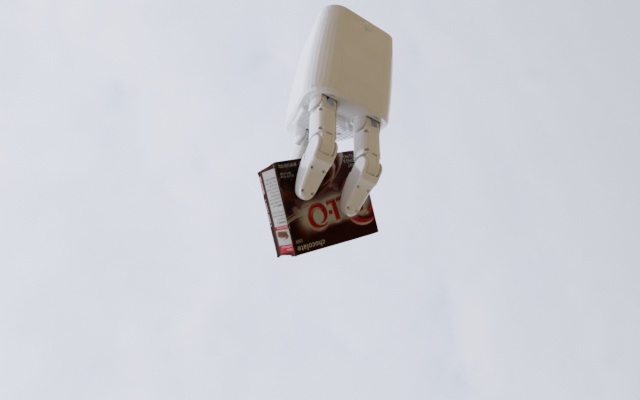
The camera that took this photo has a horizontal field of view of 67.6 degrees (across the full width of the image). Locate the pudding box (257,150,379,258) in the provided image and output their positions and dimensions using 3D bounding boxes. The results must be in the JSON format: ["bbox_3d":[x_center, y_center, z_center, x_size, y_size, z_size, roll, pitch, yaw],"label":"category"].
[{"bbox_3d":[0.000,0.002,0.481,0.113,0.090,0.039,-13,-2,-36],"label":"pudding box"}]
